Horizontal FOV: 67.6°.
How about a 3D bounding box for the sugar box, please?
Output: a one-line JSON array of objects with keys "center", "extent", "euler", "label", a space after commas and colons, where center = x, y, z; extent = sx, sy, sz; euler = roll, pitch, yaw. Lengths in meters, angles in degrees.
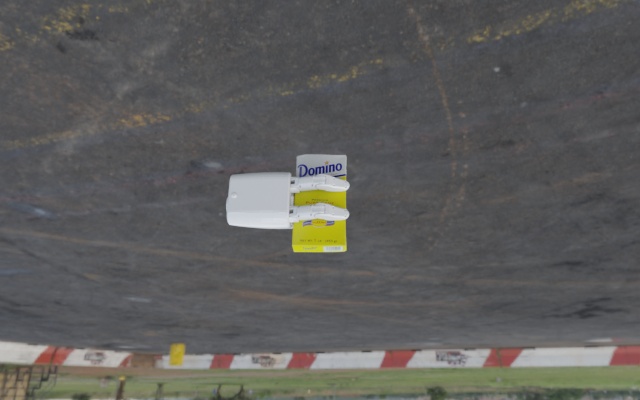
[{"center": [0.000, 0.003, 0.849], "extent": [0.093, 0.176, 0.048], "euler": [0, -22, 2], "label": "sugar box"}]
